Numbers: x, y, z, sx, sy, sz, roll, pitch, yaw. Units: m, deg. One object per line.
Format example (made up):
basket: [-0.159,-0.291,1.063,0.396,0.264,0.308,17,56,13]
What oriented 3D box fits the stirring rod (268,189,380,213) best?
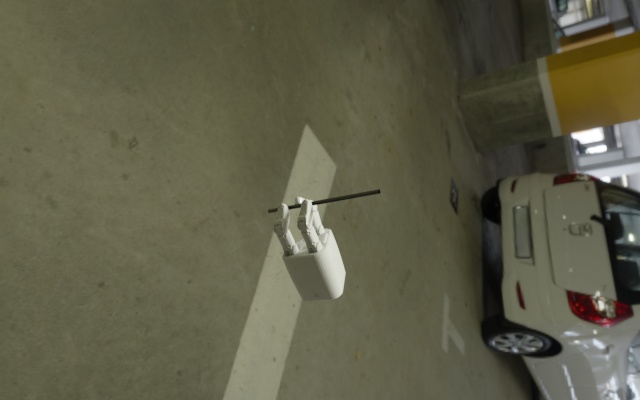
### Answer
stirring rod: [0.000,0.003,0.894,0.239,0.011,0.011,-10,-5,30]
